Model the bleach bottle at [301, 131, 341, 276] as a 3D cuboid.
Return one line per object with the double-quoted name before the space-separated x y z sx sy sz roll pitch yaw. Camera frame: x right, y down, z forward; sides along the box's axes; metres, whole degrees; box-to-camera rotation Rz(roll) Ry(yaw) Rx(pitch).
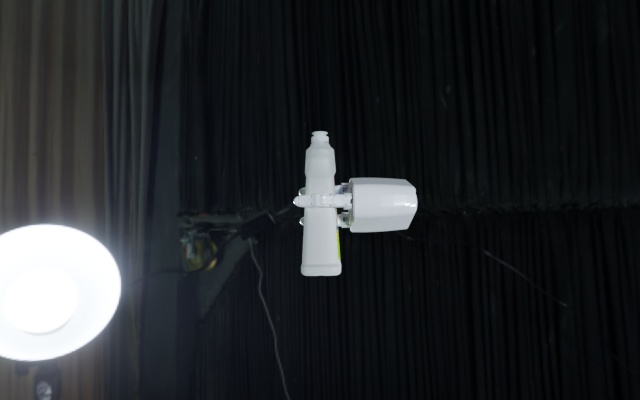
"bleach bottle" 0.000 0.003 0.837 0.068 0.251 0.102 -1 -5 1
